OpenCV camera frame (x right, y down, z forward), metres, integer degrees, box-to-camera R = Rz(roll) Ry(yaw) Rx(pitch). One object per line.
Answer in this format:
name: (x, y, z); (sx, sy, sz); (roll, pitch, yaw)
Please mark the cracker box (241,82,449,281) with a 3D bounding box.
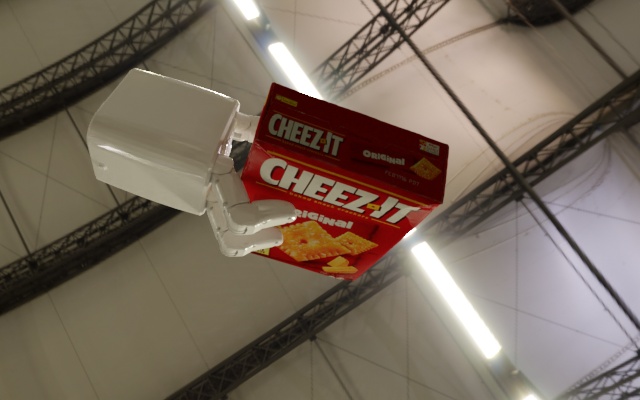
cracker box: (0.000, 0.001, 0.475); (0.164, 0.072, 0.214); (17, -30, -9)
